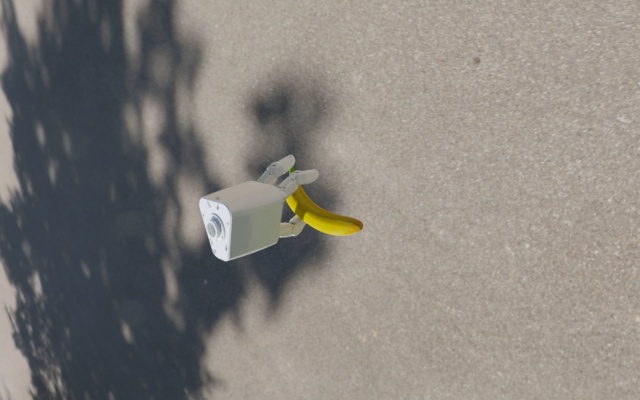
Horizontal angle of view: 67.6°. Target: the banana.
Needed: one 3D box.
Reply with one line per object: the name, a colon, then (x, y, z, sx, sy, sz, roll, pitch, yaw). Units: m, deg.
banana: (-0.007, 0.016, 0.856, 0.037, 0.070, 0.197, -18, 46, -43)
